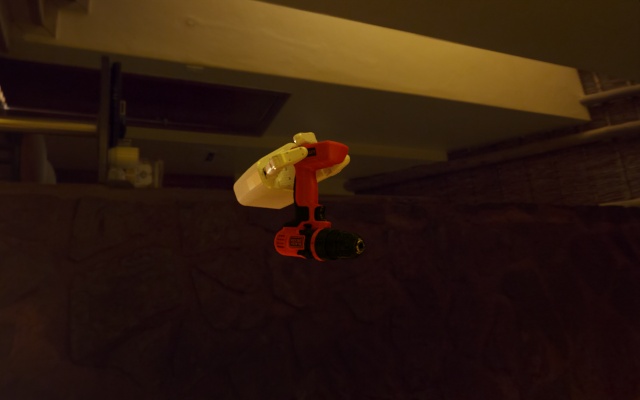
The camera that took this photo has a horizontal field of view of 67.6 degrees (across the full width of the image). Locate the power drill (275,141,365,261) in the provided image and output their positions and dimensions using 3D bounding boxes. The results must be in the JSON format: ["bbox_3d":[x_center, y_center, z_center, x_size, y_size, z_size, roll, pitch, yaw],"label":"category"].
[{"bbox_3d":[0.000,0.002,0.769,0.184,0.187,0.057,-2,-10,44],"label":"power drill"}]
